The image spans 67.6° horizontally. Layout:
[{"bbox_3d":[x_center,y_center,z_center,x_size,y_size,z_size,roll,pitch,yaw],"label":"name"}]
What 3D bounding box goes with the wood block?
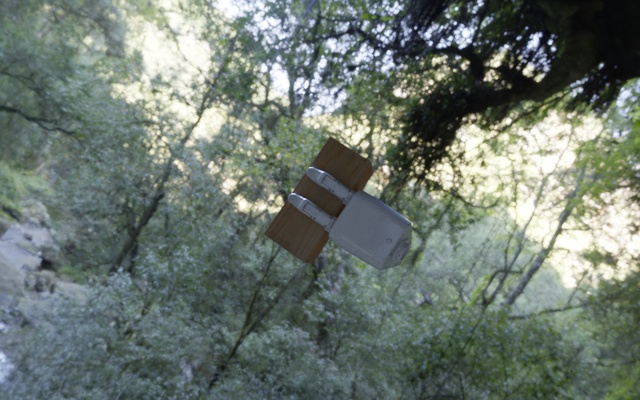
[{"bbox_3d":[0.001,0.003,0.860,0.090,0.206,0.091,34,-3,12],"label":"wood block"}]
